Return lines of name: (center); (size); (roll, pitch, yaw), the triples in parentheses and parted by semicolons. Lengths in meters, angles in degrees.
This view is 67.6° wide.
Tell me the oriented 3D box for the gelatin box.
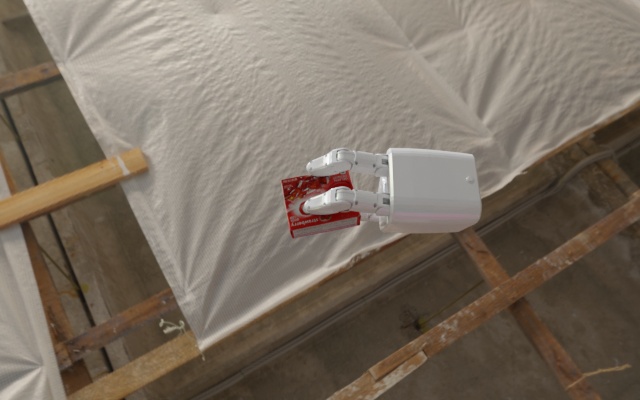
gelatin box: (0.000, 0.002, 0.599); (0.089, 0.073, 0.030); (-11, -28, -2)
